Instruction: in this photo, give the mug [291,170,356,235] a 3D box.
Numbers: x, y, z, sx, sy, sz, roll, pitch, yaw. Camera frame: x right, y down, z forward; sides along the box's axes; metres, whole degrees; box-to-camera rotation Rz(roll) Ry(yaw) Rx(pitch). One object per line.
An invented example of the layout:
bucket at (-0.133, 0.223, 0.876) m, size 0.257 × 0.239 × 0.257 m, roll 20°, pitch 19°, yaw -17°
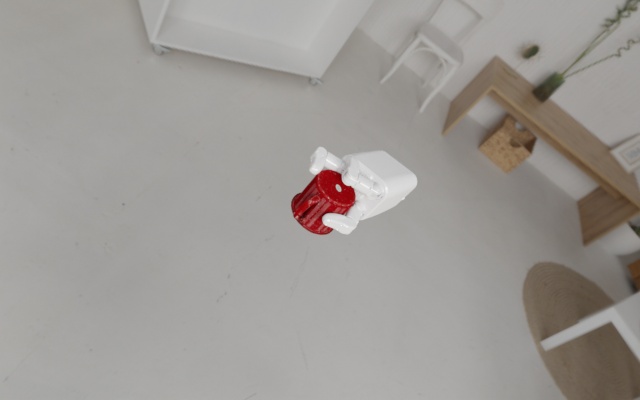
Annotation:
mug at (-0.001, 0.003, 0.824) m, size 0.117 × 0.093 × 0.081 m, roll -18°, pitch -23°, yaw -47°
